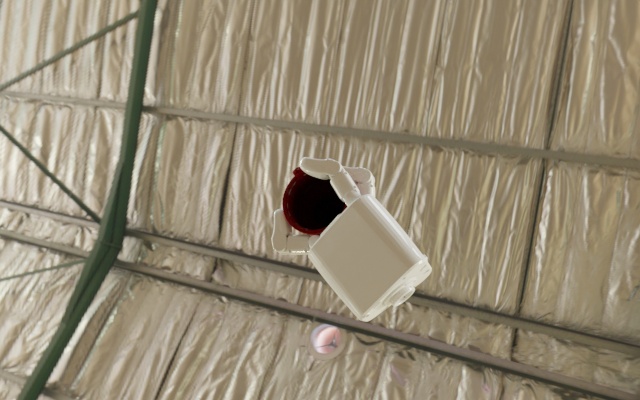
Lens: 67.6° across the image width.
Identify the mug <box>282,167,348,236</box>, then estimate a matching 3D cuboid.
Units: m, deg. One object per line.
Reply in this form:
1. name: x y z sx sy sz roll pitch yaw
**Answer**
1. mug: -0.001 0.001 0.651 0.093 0.117 0.081 -40 -27 3
